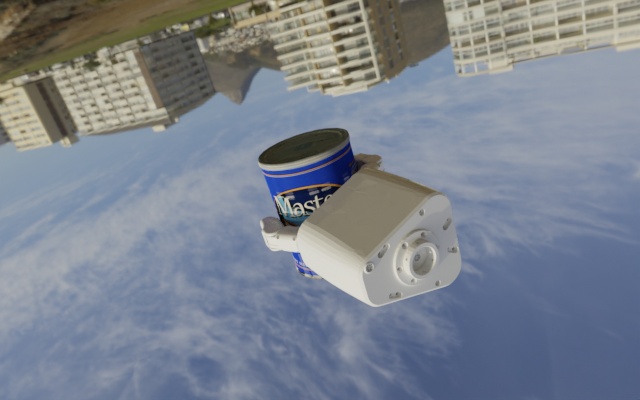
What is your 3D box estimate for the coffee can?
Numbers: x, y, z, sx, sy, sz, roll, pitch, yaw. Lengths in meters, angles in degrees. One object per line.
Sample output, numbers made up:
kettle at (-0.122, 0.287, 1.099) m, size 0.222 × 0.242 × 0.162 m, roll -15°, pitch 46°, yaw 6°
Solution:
coffee can at (0.000, 0.002, 0.541) m, size 0.103 × 0.140 × 0.102 m, roll -15°, pitch 23°, yaw 6°
